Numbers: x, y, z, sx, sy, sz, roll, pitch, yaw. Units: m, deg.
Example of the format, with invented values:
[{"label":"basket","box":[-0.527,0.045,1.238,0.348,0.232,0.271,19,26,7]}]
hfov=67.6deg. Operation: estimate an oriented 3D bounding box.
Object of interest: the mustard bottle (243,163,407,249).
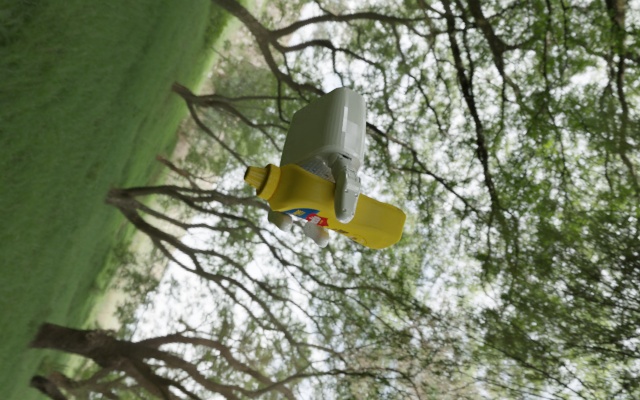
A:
[{"label":"mustard bottle","box":[0.000,0.002,0.568,0.192,0.058,0.096,22,-11,-21]}]
